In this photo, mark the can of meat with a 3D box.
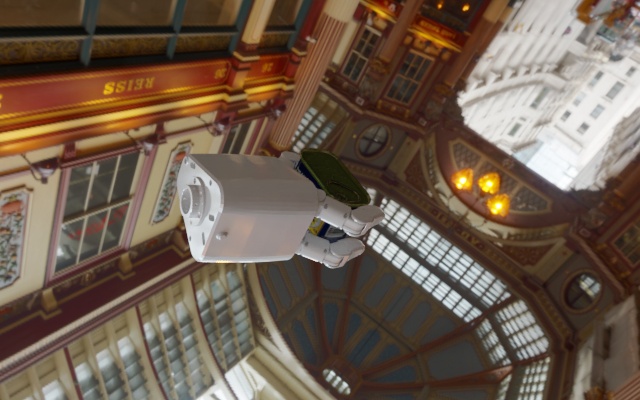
[{"bbox_3d":[0.000,0.002,0.566,0.057,0.084,0.102,-1,42,-40],"label":"can of meat"}]
